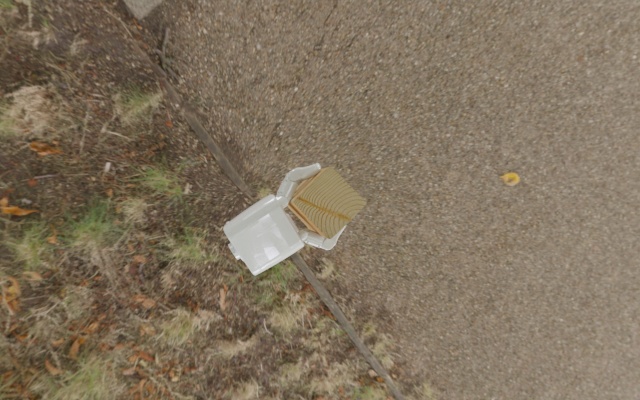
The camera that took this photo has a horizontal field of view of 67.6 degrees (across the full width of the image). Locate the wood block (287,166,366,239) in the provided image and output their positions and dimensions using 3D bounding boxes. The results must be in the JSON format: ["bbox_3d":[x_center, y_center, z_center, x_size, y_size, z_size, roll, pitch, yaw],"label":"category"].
[{"bbox_3d":[0.000,0.003,0.884,0.090,0.091,0.206,-45,7,-6],"label":"wood block"}]
